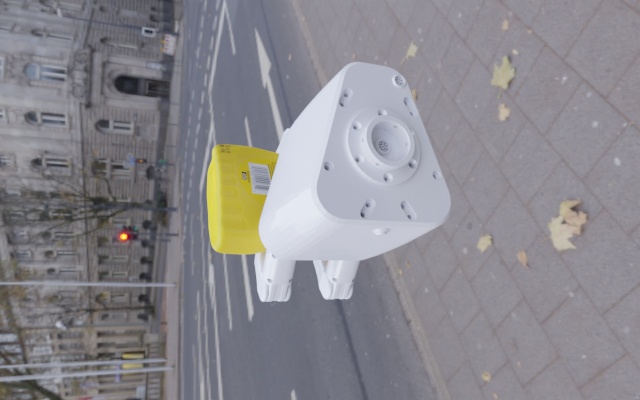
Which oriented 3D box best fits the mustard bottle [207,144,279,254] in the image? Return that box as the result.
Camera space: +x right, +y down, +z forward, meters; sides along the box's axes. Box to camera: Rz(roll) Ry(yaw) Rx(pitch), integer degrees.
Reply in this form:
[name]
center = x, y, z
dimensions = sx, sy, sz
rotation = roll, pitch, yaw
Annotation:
[mustard bottle]
center = 0.000, 0.002, 0.424
dimensions = 0.191, 0.096, 0.058
rotation = 3, -41, -21
